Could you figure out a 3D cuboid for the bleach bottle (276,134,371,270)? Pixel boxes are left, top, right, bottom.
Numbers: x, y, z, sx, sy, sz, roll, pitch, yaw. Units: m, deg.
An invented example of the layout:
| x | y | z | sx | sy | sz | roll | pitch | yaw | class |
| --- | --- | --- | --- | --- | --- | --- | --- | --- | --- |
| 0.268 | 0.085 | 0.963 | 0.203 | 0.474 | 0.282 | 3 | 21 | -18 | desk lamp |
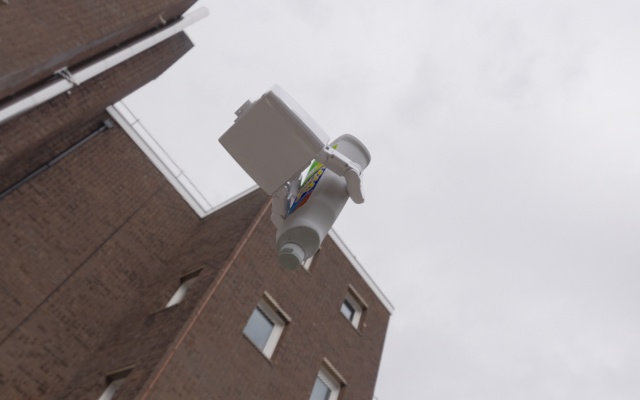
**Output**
| x | y | z | sx | sy | sz | roll | pitch | yaw | class |
| --- | --- | --- | --- | --- | --- | --- | --- | --- | --- |
| 0.000 | 0.002 | 0.681 | 0.102 | 0.068 | 0.250 | -37 | 16 | 35 | bleach bottle |
